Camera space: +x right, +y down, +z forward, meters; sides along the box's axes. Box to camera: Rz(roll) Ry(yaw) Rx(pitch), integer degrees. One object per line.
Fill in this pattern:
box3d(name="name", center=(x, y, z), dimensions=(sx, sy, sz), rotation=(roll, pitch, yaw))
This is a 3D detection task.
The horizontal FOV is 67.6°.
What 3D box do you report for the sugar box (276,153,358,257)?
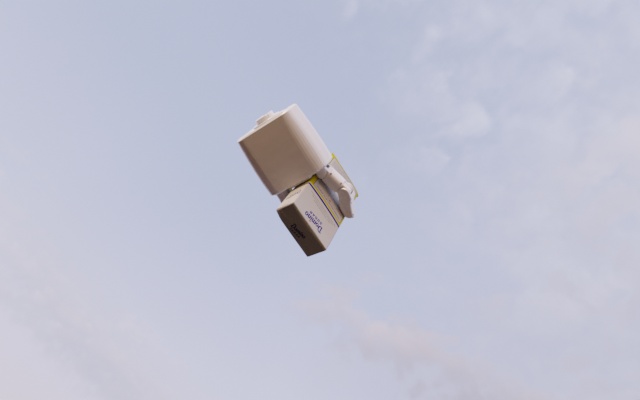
box3d(name="sugar box", center=(0.000, 0.003, 0.780), dimensions=(0.048, 0.093, 0.176), rotation=(-23, 18, 35))
